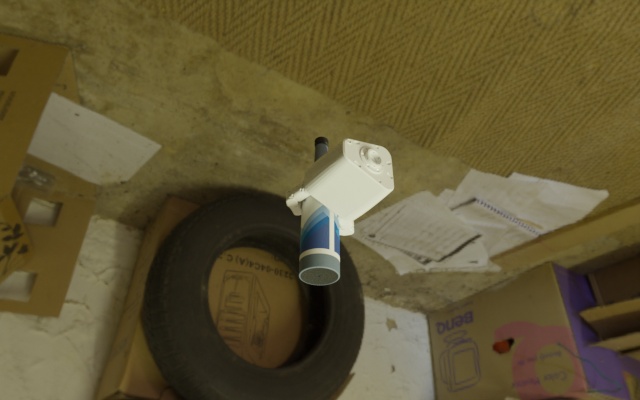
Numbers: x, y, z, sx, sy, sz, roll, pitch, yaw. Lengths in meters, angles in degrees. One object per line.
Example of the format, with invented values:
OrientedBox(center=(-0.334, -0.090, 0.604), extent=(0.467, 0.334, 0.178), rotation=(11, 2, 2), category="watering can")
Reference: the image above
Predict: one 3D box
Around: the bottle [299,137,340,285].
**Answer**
OrientedBox(center=(0.000, 0.003, 0.854), extent=(0.069, 0.295, 0.069), rotation=(1, -35, 0), category="bottle")
